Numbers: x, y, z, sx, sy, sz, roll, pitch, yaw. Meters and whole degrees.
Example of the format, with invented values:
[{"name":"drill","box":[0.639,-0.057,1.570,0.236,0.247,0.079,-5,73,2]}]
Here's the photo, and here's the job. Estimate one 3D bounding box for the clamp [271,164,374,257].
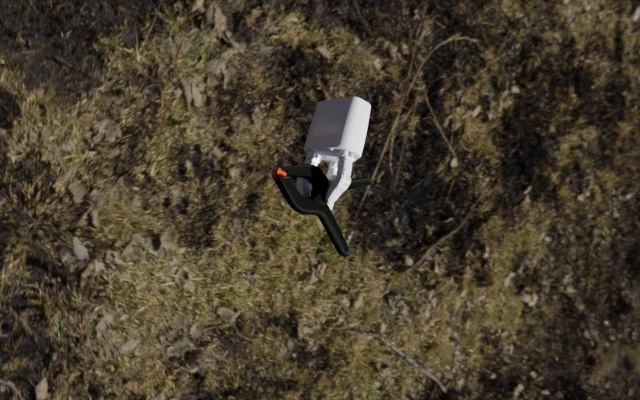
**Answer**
[{"name":"clamp","box":[0.000,0.002,0.880,0.210,0.164,0.036,21,-17,-28]}]
